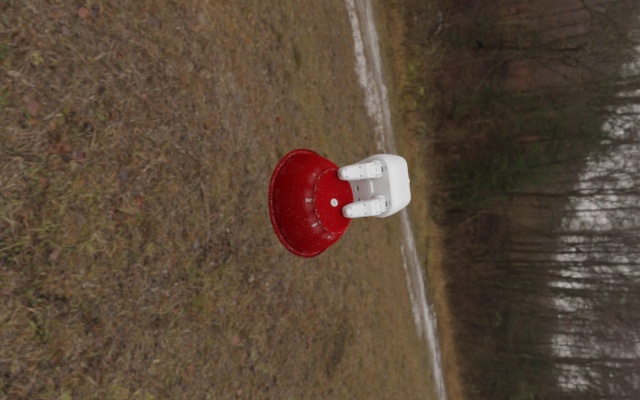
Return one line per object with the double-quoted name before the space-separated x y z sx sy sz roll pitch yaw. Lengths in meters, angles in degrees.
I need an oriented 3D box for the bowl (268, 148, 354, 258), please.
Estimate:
"bowl" 0.000 0.003 0.686 0.055 0.162 0.162 -4 -3 40
